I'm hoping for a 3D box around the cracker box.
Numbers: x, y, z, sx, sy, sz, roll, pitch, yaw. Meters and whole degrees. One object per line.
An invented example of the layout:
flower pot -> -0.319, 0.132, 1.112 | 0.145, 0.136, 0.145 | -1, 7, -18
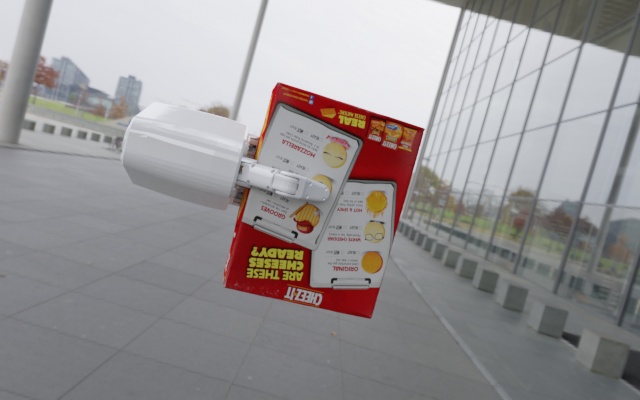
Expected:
cracker box -> 0.000, 0.002, 0.519 | 0.164, 0.214, 0.072 | 15, 3, -12
